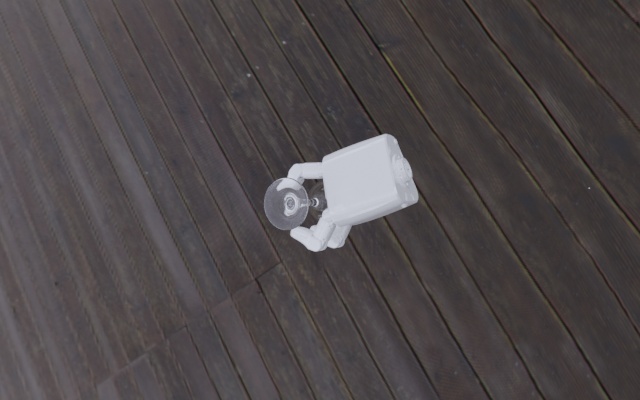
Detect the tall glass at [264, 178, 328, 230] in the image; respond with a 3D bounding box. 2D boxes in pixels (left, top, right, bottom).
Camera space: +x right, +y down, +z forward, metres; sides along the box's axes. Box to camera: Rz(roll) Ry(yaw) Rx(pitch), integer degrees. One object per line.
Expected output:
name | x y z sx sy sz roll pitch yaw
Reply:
tall glass | 0.000 0.002 0.755 0.079 0.079 0.201 0 1 29
